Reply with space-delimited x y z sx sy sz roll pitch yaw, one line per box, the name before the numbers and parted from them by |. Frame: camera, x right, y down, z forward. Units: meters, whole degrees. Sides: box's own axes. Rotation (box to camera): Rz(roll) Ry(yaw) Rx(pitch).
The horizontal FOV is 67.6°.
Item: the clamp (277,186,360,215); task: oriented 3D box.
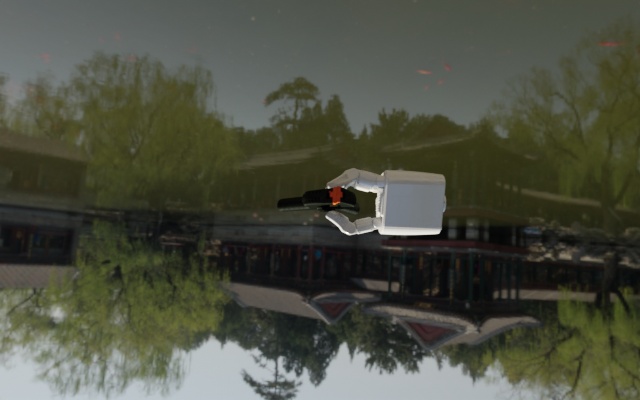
clamp | 0.000 0.004 0.863 0.164 0.036 0.210 1 -7 -2
